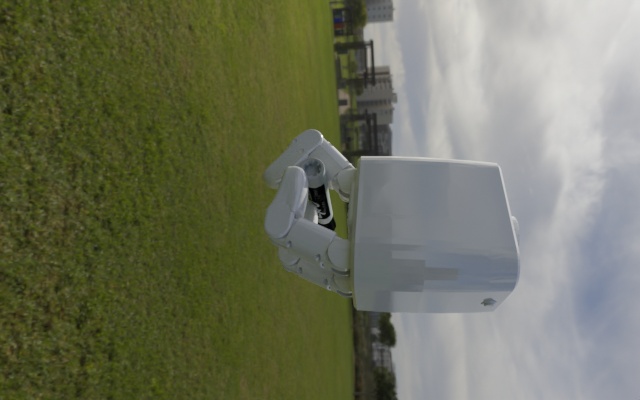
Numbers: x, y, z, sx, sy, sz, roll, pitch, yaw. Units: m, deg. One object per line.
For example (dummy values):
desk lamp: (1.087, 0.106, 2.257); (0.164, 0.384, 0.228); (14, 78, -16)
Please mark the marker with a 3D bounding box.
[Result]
marker: (0.000, 0.001, 0.411); (0.020, 0.020, 0.121); (0, -25, 7)
